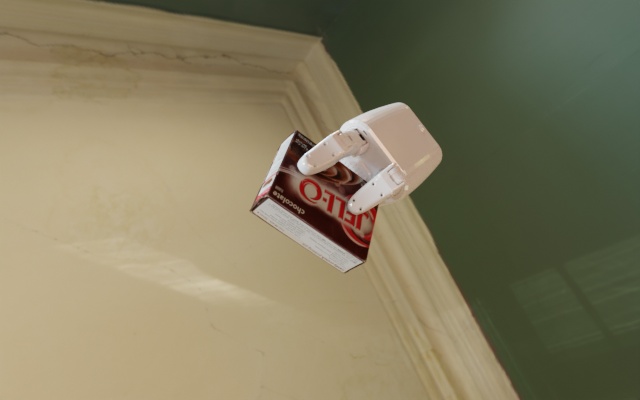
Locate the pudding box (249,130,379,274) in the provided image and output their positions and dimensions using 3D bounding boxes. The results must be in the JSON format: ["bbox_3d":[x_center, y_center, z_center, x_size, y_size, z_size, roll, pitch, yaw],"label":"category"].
[{"bbox_3d":[0.000,0.002,0.449,0.113,0.090,0.039,33,-44,-17],"label":"pudding box"}]
